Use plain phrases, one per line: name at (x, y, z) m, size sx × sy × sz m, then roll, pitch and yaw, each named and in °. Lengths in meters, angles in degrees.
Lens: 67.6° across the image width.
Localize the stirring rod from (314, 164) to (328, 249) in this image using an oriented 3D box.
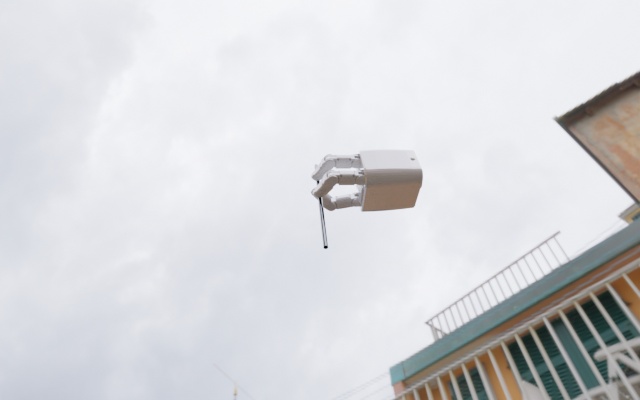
stirring rod at (0.000, 0.003, 0.861) m, size 0.011 × 0.011 × 0.239 m, roll 0°, pitch 37°, yaw -5°
